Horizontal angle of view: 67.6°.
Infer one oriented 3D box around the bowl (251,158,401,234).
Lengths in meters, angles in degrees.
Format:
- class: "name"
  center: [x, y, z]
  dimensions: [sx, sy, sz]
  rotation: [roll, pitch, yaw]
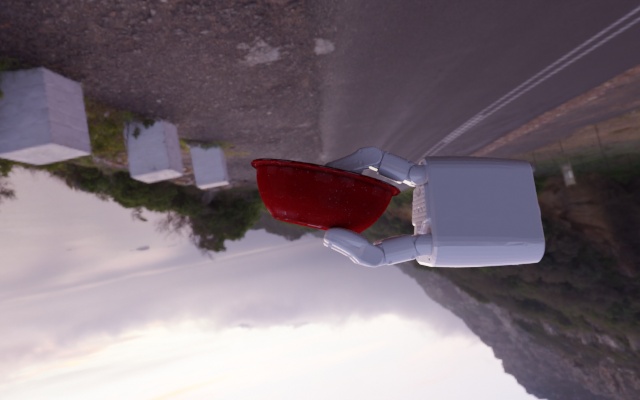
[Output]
- class: "bowl"
  center: [-0.001, 0.002, 0.507]
  dimensions: [0.162, 0.055, 0.162]
  rotation: [12, -5, 1]
